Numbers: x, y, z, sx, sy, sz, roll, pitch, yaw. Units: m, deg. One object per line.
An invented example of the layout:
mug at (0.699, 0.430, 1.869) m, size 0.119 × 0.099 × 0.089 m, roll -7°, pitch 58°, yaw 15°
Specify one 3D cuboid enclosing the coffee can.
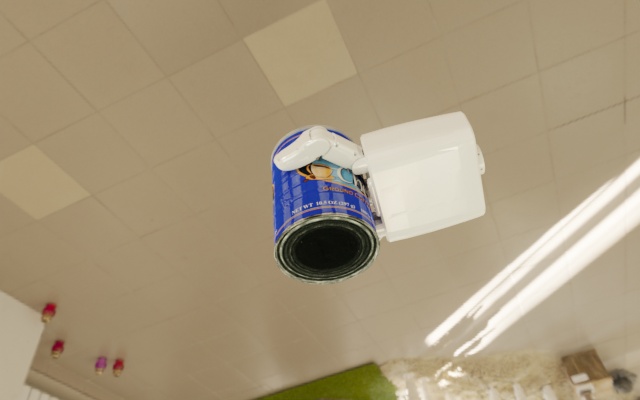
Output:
coffee can at (0.000, 0.002, 0.506) m, size 0.103 × 0.103 × 0.140 m, roll 0°, pitch 44°, yaw -7°
